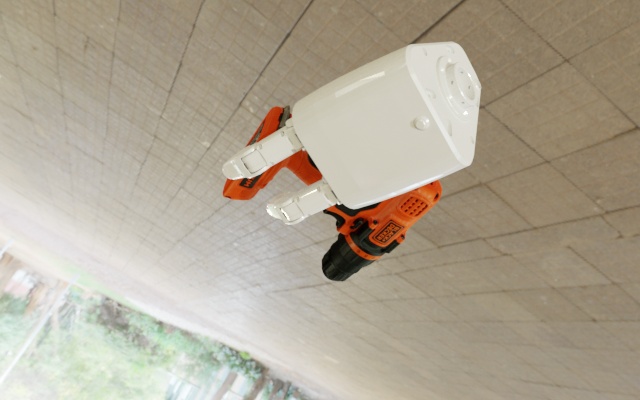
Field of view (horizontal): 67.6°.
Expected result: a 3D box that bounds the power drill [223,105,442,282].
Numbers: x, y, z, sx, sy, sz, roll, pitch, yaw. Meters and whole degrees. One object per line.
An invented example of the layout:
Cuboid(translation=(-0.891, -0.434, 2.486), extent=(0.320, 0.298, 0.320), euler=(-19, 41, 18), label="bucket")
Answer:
Cuboid(translation=(0.000, 0.001, 0.493), extent=(0.188, 0.057, 0.184), euler=(27, -51, -17), label="power drill")
